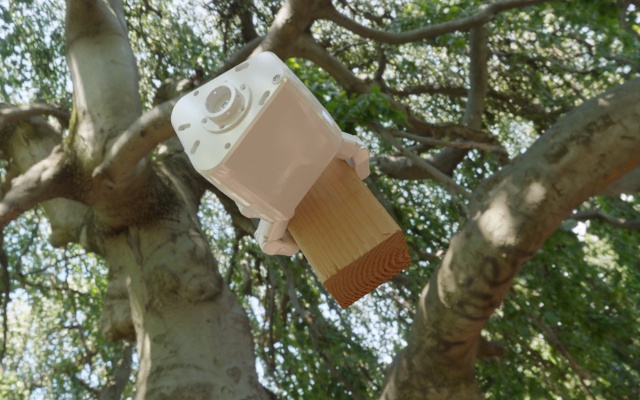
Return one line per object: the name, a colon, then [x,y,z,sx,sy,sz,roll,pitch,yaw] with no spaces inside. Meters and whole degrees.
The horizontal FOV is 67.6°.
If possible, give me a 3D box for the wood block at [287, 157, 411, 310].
wood block: [0.000,0.001,0.526,0.091,0.206,0.090,-33,-33,-2]
